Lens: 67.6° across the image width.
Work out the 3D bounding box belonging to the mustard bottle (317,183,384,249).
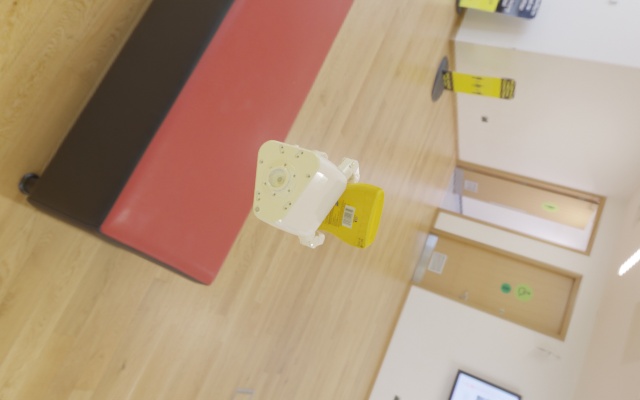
[{"bbox_3d":[0.000,0.003,0.756,0.191,0.096,0.058,18,20,23],"label":"mustard bottle"}]
